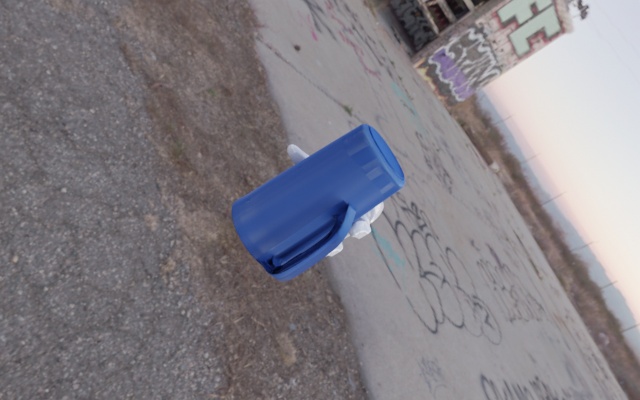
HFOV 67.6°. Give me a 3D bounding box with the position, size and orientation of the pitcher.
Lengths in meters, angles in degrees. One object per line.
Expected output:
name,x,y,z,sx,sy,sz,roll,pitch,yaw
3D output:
pitcher,0.000,0.002,0.704,0.243,0.149,0.145,-33,-6,18
